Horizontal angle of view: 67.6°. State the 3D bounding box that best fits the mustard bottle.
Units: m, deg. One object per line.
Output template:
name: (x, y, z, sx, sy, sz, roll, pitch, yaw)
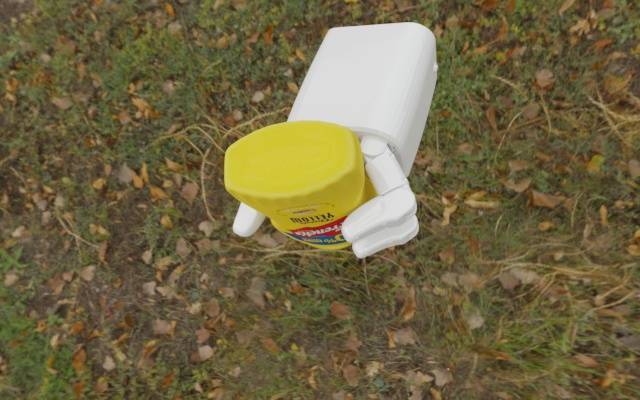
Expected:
mustard bottle: (0.000, 0.002, 0.405, 0.096, 0.058, 0.192, -9, -21, 12)
